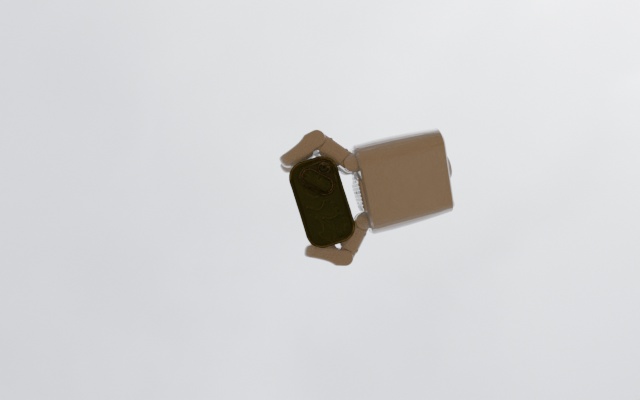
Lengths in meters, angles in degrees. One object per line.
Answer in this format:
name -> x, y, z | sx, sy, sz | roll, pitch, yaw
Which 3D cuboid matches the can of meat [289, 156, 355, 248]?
can of meat -> 0.000, 0.002, 0.579 | 0.057, 0.102, 0.084 | -18, 1, -2
